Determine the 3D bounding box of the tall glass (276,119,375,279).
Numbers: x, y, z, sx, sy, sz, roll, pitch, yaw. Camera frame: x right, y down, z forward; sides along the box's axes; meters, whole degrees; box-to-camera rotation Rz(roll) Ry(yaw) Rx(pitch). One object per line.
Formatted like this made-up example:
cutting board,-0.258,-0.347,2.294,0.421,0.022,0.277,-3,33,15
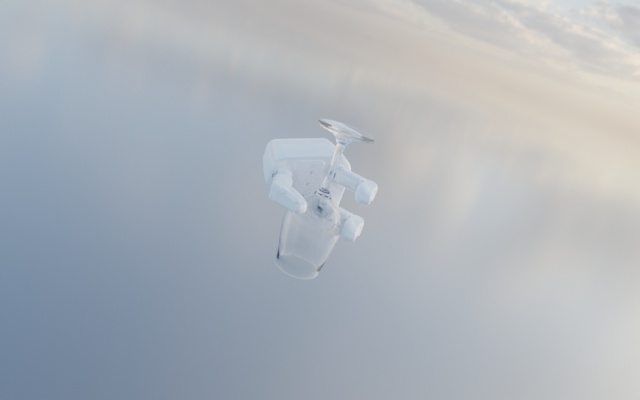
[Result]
tall glass,0.000,0.001,0.617,0.079,0.201,0.079,18,20,-6
